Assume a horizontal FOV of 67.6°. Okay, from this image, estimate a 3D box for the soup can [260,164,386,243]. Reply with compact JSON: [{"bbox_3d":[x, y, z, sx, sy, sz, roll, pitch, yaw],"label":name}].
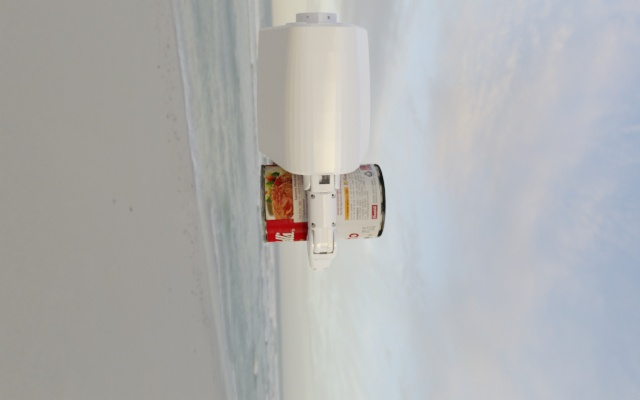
[{"bbox_3d":[0.000,0.002,0.417,0.102,0.068,0.068,-2,0,-5],"label":"soup can"}]
